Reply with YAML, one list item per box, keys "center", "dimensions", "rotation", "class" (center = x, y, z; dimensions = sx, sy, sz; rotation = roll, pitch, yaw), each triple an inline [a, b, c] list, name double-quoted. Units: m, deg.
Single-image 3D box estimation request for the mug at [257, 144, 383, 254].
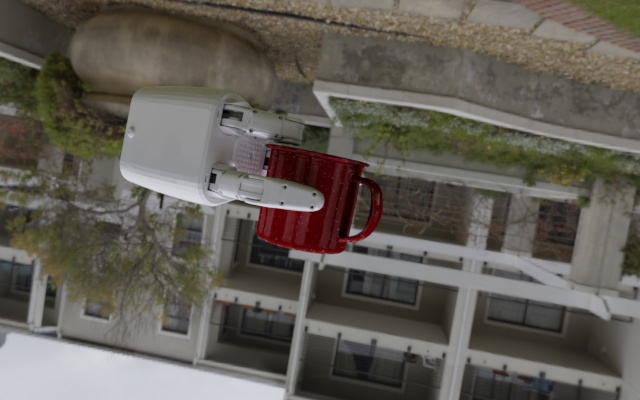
- center: [0.001, 0.002, 0.414]
  dimensions: [0.117, 0.081, 0.093]
  rotation: [13, 4, 31]
  class: "mug"
